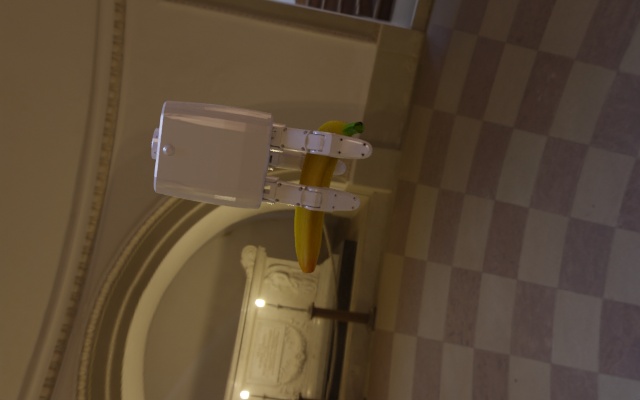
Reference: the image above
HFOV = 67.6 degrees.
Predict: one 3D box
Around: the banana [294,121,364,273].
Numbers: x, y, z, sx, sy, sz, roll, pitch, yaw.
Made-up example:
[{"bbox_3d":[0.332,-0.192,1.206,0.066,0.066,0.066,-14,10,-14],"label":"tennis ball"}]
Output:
[{"bbox_3d":[-0.003,-0.011,0.540,0.037,0.198,0.069,6,31,-18],"label":"banana"}]
